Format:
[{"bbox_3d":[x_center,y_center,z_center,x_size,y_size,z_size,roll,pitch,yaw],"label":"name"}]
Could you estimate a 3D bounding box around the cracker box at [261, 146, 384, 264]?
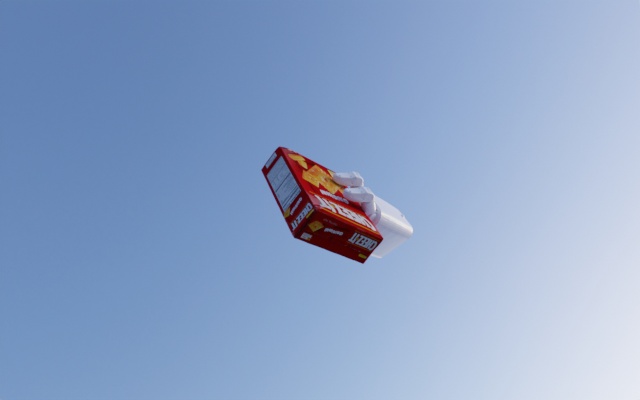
[{"bbox_3d":[0.000,0.003,0.871,0.164,0.072,0.213,24,22,-36],"label":"cracker box"}]
